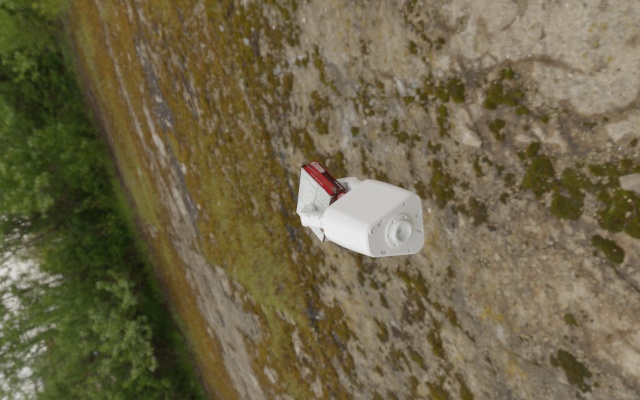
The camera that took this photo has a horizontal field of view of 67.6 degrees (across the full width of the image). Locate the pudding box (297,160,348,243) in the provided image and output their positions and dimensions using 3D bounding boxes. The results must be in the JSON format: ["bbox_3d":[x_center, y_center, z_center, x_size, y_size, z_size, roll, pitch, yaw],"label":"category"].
[{"bbox_3d":[0.000,0.003,0.813,0.039,0.114,0.090,-19,49,-29],"label":"pudding box"}]
